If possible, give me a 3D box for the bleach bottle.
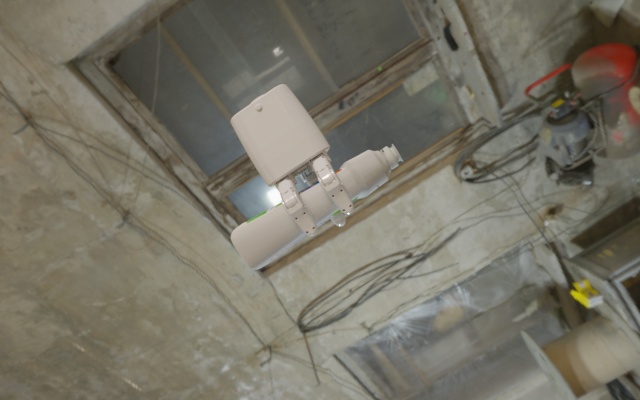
[{"bbox_3d":[0.000,0.002,0.666,0.251,0.068,0.102,-33,0,6],"label":"bleach bottle"}]
